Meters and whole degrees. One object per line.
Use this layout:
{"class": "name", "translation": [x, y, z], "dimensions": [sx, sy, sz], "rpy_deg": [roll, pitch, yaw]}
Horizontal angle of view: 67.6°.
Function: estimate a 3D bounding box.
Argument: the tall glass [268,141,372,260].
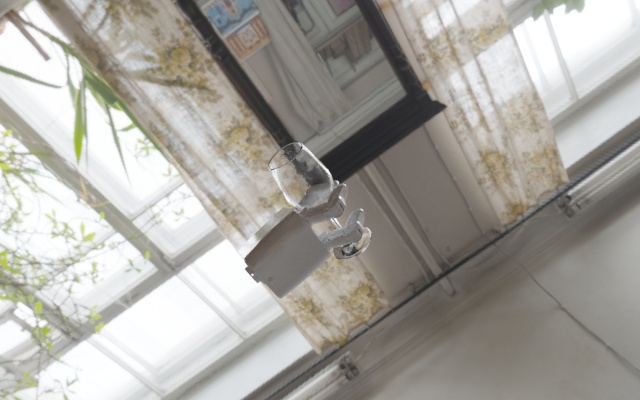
{"class": "tall glass", "translation": [0.001, 0.003, 0.750], "dimensions": [0.079, 0.201, 0.079], "rpy_deg": [-27, 30, 17]}
